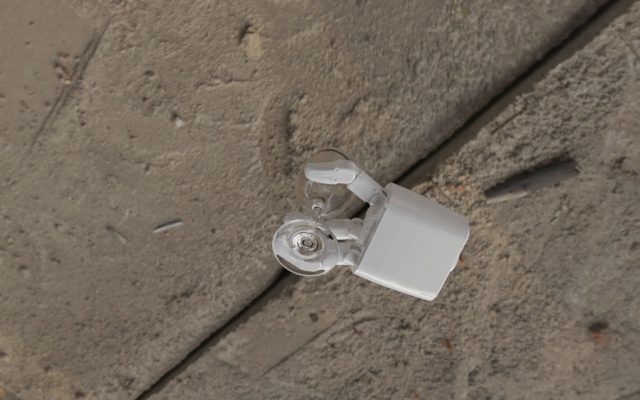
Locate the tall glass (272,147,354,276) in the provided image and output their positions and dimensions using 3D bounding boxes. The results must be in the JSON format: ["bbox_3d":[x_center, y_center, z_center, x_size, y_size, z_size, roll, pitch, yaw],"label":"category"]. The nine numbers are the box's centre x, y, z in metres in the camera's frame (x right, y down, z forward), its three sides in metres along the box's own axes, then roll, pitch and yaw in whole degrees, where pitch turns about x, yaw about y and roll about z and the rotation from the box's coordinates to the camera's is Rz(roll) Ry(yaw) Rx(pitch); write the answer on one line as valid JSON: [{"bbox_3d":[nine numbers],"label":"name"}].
[{"bbox_3d":[0.000,0.002,0.593,0.079,0.079,0.201,0,31,10],"label":"tall glass"}]
